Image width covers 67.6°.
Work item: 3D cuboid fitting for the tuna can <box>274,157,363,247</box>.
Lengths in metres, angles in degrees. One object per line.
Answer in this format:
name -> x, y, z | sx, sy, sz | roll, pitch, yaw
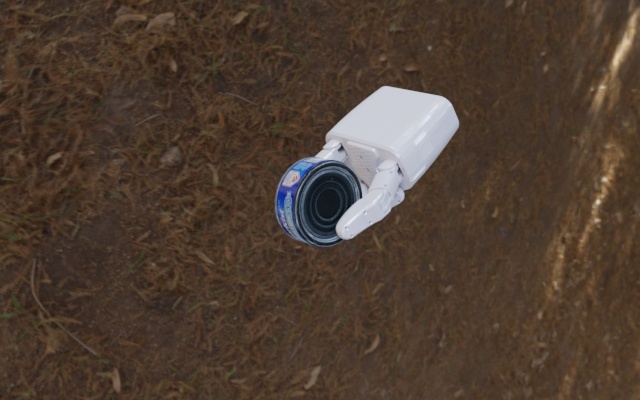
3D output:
tuna can -> 0.000, 0.002, 0.465 | 0.086, 0.086, 0.033 | 0, 9, -38
